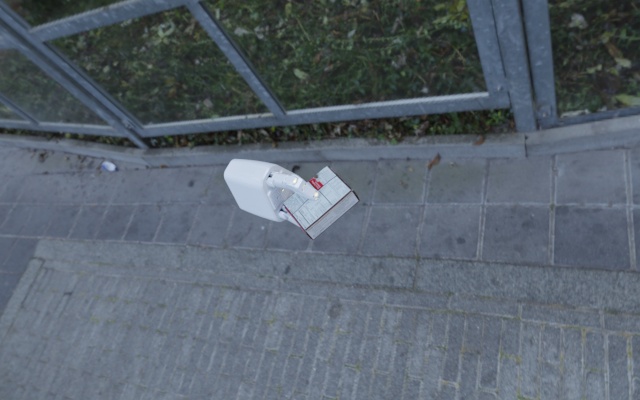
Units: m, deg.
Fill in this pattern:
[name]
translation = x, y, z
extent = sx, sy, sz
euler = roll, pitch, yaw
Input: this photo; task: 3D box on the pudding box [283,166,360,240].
[pudding box]
translation = 0.000, 0.003, 0.850
extent = 0.090, 0.113, 0.039
euler = 48, 0, 42
